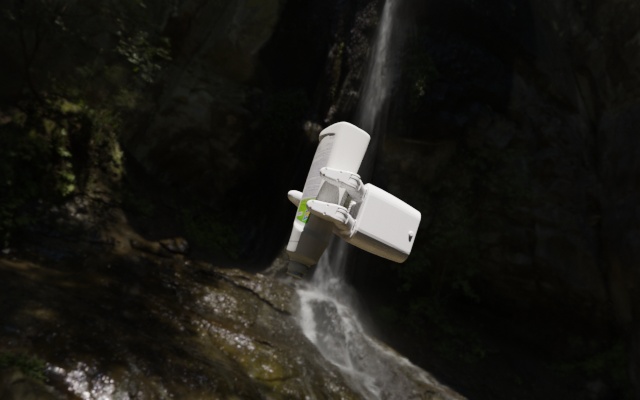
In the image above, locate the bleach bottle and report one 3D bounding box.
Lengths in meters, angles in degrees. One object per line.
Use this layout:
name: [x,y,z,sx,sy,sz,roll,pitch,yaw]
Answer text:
bleach bottle: [0.000,0.002,0.766,0.068,0.250,0.102,26,-15,-19]
